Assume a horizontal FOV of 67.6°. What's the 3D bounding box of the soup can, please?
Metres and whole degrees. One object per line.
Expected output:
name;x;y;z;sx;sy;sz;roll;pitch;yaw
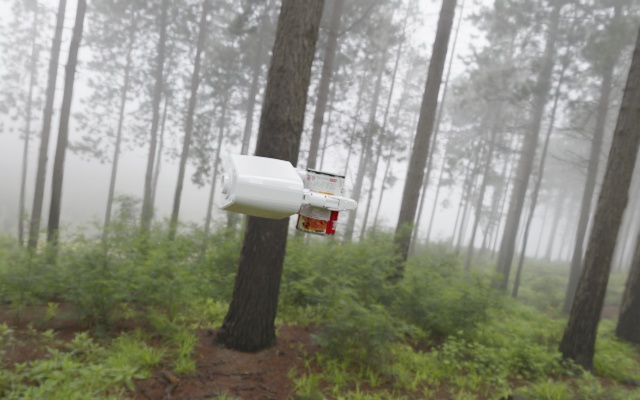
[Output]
soup can;0.001;0.002;0.800;0.068;0.102;0.068;10;5;-1
